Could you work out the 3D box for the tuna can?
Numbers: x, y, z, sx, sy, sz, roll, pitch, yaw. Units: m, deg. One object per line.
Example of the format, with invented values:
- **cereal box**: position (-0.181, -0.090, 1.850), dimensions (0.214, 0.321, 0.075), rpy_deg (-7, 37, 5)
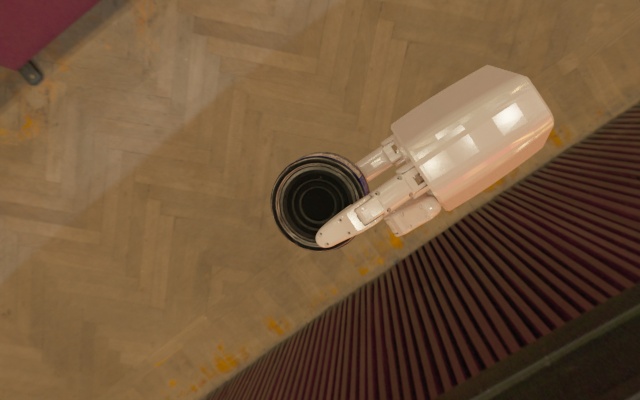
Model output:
- **tuna can**: position (0.000, 0.002, 0.421), dimensions (0.086, 0.086, 0.033), rpy_deg (0, 11, 10)
